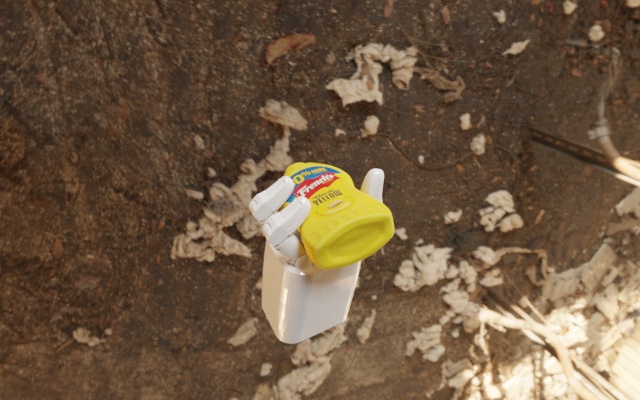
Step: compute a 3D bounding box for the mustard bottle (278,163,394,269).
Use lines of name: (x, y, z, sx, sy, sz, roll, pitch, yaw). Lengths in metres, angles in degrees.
mustard bottle: (0.000, 0.002, 0.568, 0.096, 0.058, 0.191, -25, 34, -12)
